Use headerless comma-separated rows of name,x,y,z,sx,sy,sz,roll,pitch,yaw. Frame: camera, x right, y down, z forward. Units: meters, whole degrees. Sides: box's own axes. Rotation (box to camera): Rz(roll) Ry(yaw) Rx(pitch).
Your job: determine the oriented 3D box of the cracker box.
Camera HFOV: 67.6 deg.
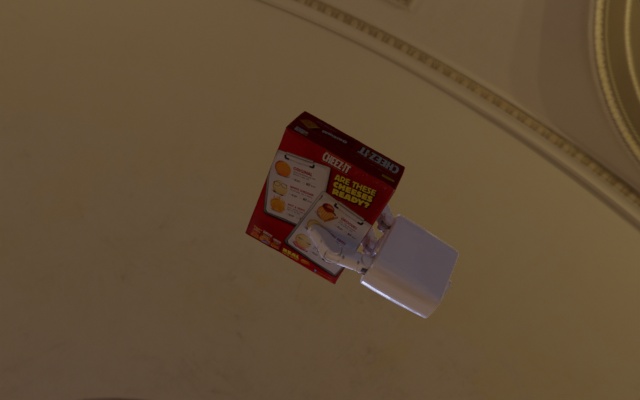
cracker box,0.000,0.003,0.697,0.164,0.214,0.072,30,40,3
